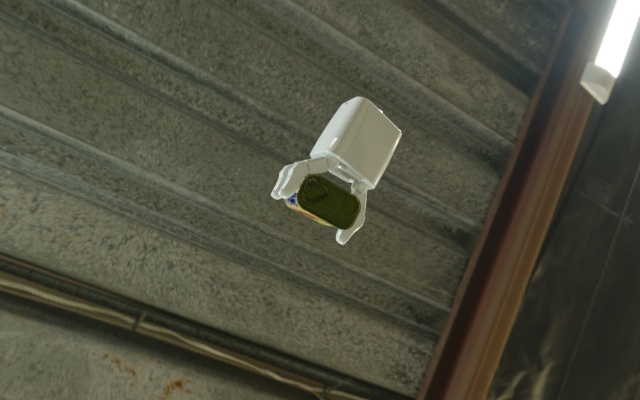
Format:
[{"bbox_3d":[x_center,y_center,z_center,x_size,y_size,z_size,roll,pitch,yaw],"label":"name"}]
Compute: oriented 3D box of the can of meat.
[{"bbox_3d":[0.000,0.003,0.753,0.102,0.057,0.084,29,-9,-17],"label":"can of meat"}]
